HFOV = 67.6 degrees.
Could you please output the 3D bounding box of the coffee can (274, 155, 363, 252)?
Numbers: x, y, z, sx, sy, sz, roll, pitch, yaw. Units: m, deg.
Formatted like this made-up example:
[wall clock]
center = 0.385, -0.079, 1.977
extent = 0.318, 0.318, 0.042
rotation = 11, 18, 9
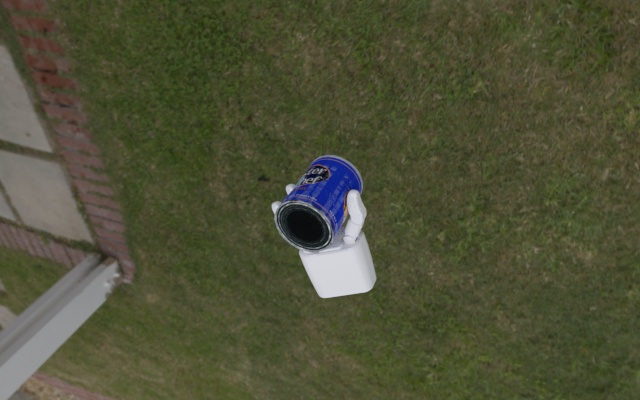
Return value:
[coffee can]
center = 0.000, 0.002, 0.798
extent = 0.103, 0.103, 0.140
rotation = 0, 35, 28
